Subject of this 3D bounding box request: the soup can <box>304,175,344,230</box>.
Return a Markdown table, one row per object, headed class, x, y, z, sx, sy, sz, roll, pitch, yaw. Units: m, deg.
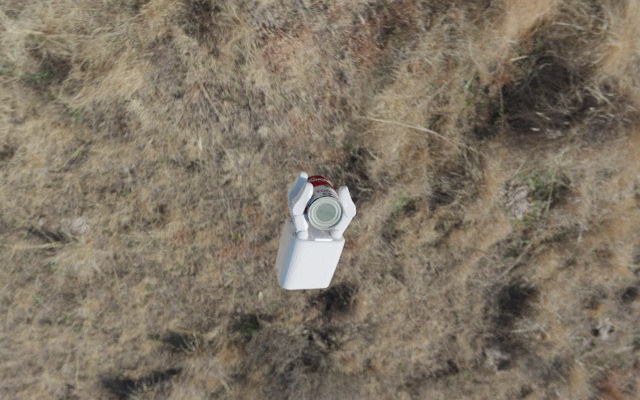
| class | x | y | z | sx | sy | sz | roll | pitch | yaw |
| --- | --- | --- | --- | --- | --- | --- | --- | --- | --- |
| soup can | 0.000 | 0.003 | 0.872 | 0.068 | 0.068 | 0.102 | 0 | 23 | -11 |
